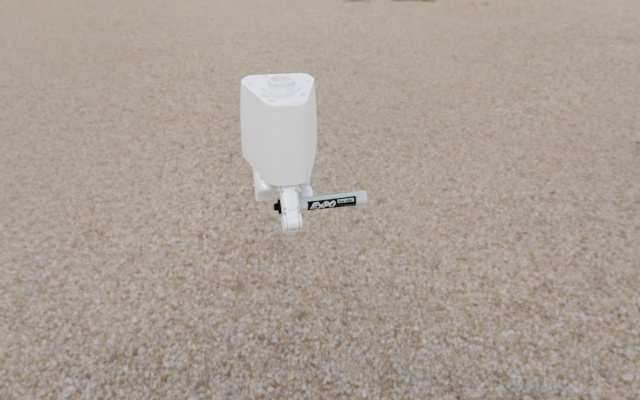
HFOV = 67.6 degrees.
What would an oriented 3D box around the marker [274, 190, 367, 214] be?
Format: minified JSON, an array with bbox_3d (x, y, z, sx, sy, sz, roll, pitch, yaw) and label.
[{"bbox_3d":[0.000,0.002,0.615,0.121,0.020,0.020,-6,1,-11],"label":"marker"}]
